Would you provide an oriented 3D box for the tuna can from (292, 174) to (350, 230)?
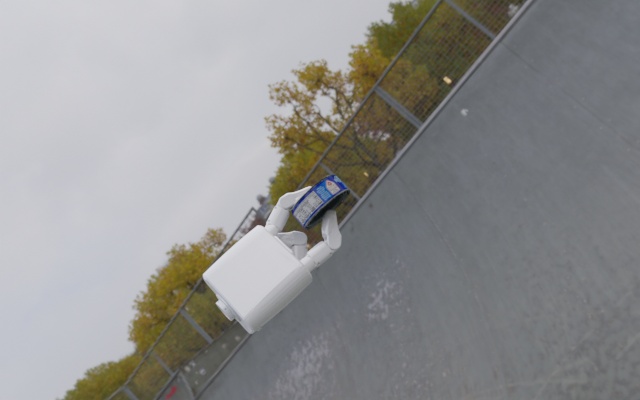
[{"bbox_3d":[0.000,0.002,0.687,0.086,0.033,0.086,-40,-11,-9],"label":"tuna can"}]
